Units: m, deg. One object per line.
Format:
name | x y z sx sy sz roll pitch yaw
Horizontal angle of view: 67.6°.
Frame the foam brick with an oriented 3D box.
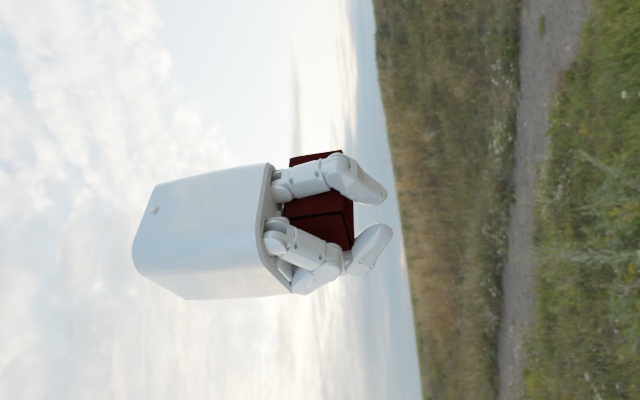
foam brick | 0.000 0.001 0.421 0.051 0.078 0.053 -8 -45 11
